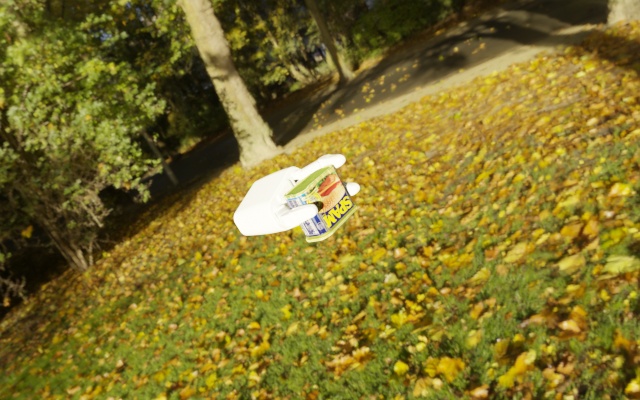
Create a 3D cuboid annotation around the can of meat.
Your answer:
[{"bbox_3d":[0.000,0.002,0.763,0.057,0.084,0.102,-12,23,47],"label":"can of meat"}]
